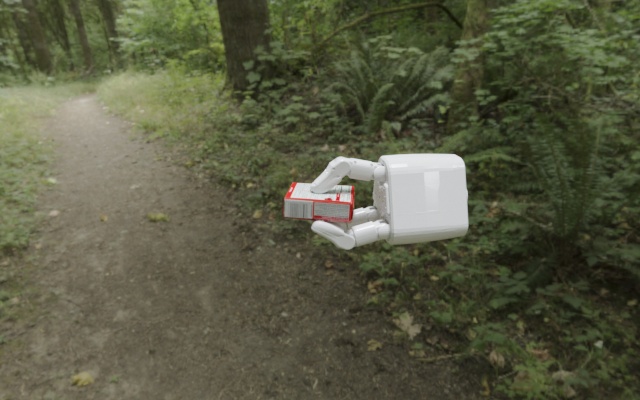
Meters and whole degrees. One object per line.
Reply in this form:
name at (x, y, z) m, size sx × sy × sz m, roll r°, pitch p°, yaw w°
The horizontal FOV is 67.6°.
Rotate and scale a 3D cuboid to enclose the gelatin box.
gelatin box at (0.000, 0.002, 0.632) m, size 0.089 × 0.030 × 0.073 m, roll 4°, pitch 19°, yaw 4°
